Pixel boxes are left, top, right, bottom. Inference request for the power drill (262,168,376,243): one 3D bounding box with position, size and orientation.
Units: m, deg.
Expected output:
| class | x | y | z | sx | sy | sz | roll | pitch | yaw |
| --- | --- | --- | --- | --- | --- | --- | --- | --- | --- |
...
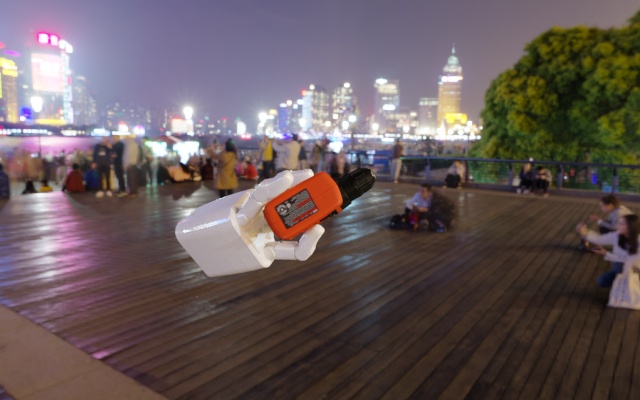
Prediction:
| class | x | y | z | sx | sy | sz | roll | pitch | yaw |
| --- | --- | --- | --- | --- | --- | --- | --- | --- | --- |
| power drill | 0.000 | 0.002 | 0.709 | 0.184 | 0.057 | 0.187 | -33 | -6 | 5 |
